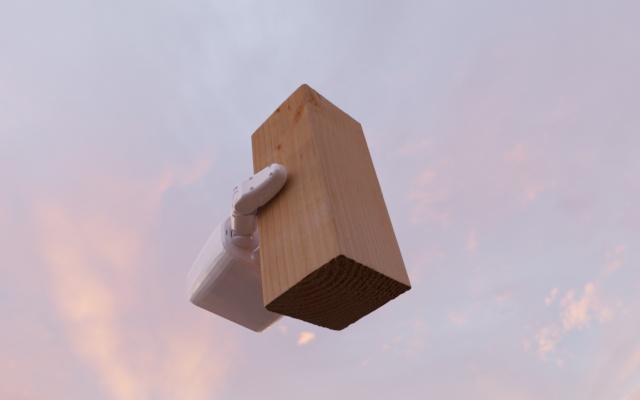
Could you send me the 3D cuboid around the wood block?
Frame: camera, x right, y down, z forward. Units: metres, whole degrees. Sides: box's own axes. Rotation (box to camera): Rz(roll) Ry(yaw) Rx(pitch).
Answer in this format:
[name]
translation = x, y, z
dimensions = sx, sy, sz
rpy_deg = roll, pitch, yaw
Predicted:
[wood block]
translation = 0.000, 0.001, 0.449
dimensions = 0.091, 0.206, 0.090
rpy_deg = 27, -53, -37
